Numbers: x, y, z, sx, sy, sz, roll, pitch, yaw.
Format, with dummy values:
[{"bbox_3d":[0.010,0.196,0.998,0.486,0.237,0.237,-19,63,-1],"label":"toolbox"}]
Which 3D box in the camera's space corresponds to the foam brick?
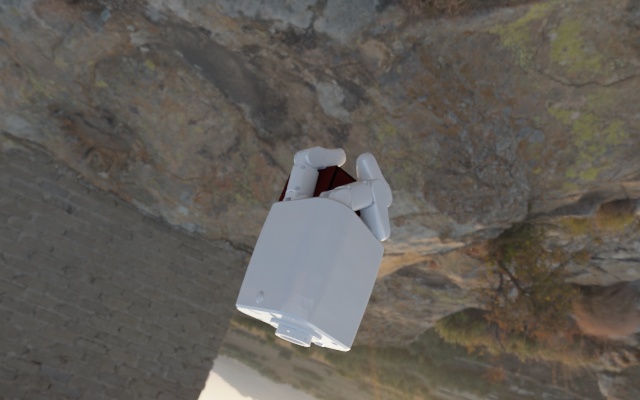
[{"bbox_3d":[0.000,0.002,0.500,0.053,0.051,0.078,36,-27,-33],"label":"foam brick"}]
